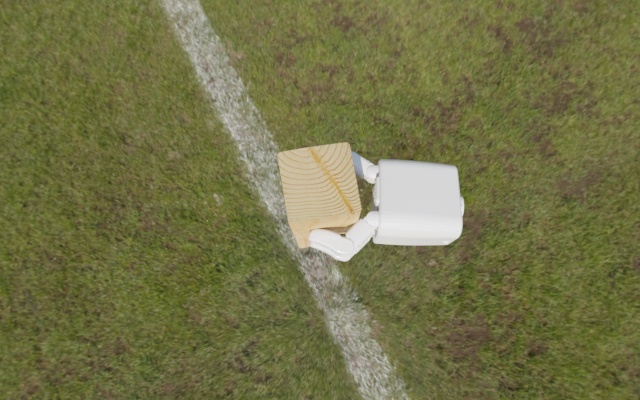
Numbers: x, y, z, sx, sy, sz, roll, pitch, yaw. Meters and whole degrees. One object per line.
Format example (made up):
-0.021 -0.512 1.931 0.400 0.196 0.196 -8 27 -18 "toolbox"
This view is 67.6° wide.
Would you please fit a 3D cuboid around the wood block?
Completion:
0.000 0.002 0.661 0.090 0.090 0.206 -9 -14 -1 "wood block"
